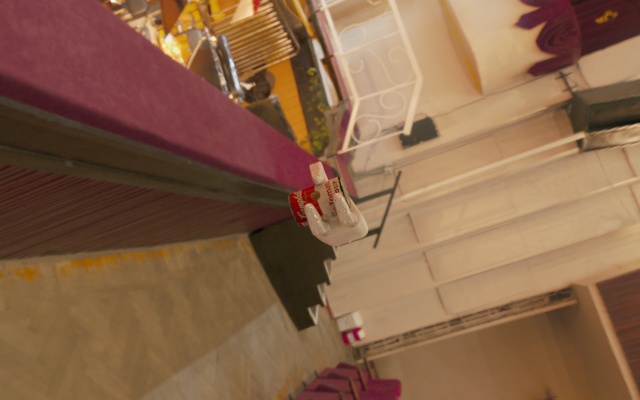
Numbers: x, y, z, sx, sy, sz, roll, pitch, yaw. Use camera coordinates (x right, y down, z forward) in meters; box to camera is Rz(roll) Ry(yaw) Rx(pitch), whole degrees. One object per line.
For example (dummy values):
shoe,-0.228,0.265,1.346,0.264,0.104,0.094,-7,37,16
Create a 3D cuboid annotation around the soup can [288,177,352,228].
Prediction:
soup can,0.000,0.003,0.886,0.102,0.068,0.068,-19,-3,9
